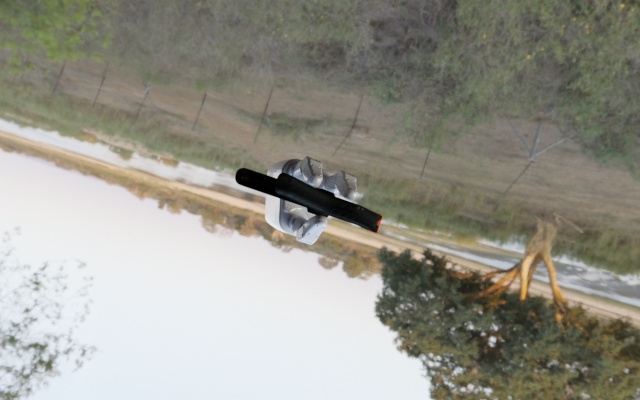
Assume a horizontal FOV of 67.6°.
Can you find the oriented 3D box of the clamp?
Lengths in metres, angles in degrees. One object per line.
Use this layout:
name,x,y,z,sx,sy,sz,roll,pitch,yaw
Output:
clamp,0.000,0.003,0.632,0.210,0.036,0.164,20,-3,-21
